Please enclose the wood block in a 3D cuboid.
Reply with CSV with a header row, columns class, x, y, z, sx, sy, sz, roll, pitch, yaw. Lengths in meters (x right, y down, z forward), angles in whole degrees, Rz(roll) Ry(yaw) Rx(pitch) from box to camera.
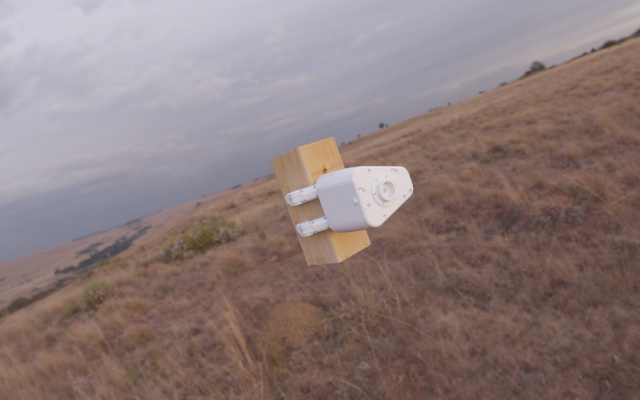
class,x,y,z,sx,sy,sz,roll,pitch,yaw
wood block,0.001,0.003,0.856,0.091,0.206,0.090,-23,6,-41
